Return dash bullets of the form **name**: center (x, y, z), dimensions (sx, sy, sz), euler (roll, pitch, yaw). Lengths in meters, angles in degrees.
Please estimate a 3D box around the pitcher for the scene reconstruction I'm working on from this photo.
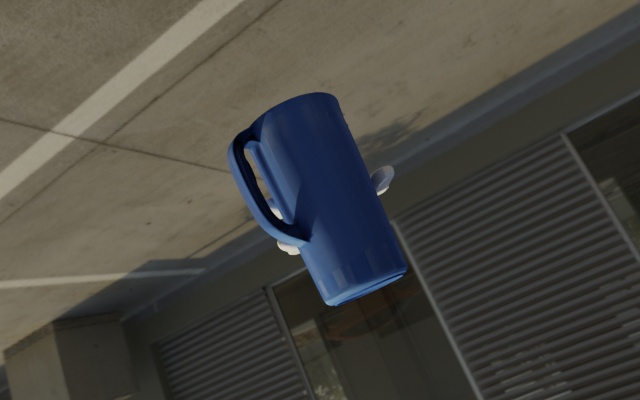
- **pitcher**: center (0.000, 0.002, 0.587), dimensions (0.149, 0.242, 0.145), euler (-26, -15, 5)
